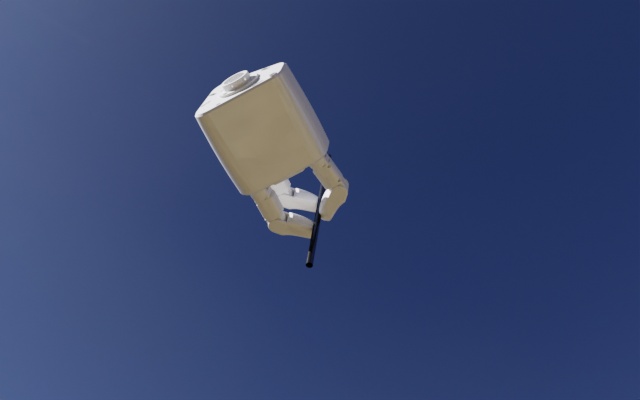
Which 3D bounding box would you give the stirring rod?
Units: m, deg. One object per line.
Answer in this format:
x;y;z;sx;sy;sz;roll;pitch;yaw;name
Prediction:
0.000;0.002;0.614;0.011;0.011;0.239;0;34;7;stirring rod
